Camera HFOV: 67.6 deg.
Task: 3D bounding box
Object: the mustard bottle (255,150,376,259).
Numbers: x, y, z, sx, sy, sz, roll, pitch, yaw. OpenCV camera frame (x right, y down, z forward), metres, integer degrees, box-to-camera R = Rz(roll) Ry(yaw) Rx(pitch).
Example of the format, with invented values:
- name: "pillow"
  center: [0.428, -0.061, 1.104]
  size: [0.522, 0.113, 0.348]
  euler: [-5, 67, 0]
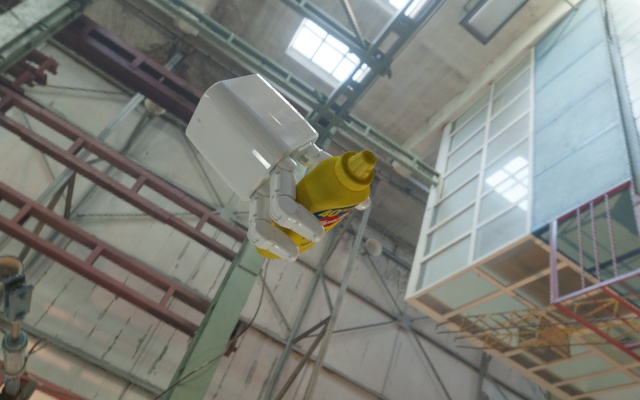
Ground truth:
- name: "mustard bottle"
  center: [0.000, 0.002, 0.535]
  size: [0.096, 0.058, 0.192]
  euler: [-11, -22, -38]
